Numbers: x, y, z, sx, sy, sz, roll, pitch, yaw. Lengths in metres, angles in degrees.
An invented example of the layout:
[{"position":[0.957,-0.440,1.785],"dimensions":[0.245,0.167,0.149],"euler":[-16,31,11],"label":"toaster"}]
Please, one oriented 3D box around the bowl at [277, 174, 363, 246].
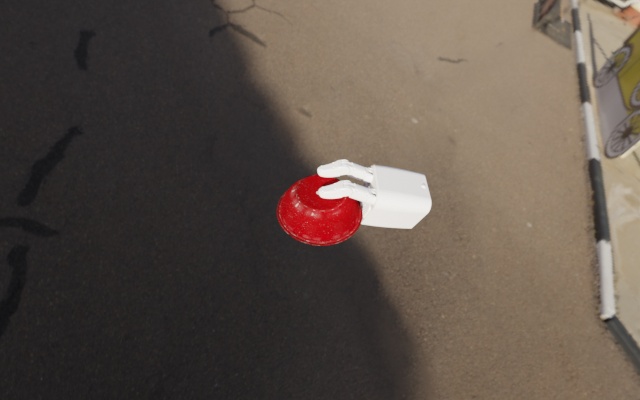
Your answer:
[{"position":[-0.001,0.003,0.875],"dimensions":[0.162,0.162,0.055],"euler":[0,-42,-4],"label":"bowl"}]
